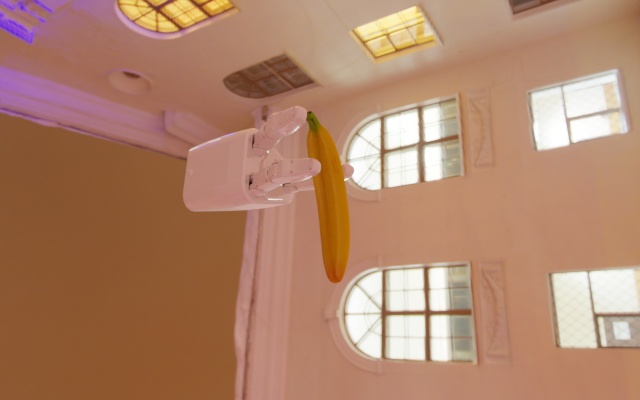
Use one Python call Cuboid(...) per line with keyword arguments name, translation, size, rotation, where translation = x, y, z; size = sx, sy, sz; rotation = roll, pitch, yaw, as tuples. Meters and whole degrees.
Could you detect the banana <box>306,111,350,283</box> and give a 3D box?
Cuboid(name="banana", translation=(0.008, -0.004, 0.570), size=(0.037, 0.198, 0.069), rotation=(-9, 3, 26))
